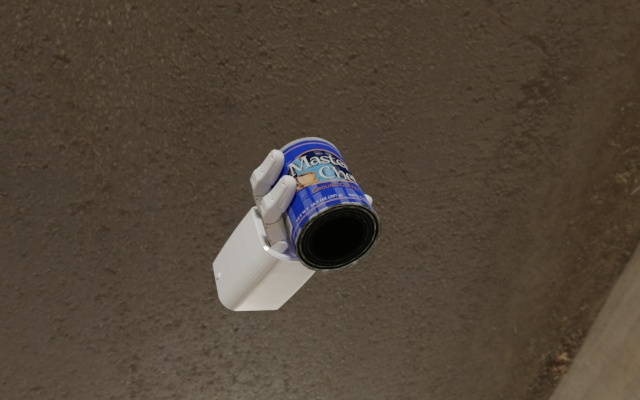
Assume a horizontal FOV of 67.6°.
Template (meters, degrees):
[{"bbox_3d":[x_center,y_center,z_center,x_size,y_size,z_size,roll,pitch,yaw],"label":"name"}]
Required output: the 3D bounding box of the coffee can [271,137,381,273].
[{"bbox_3d":[0.000,0.002,0.583,0.103,0.103,0.140,0,37,-22],"label":"coffee can"}]
